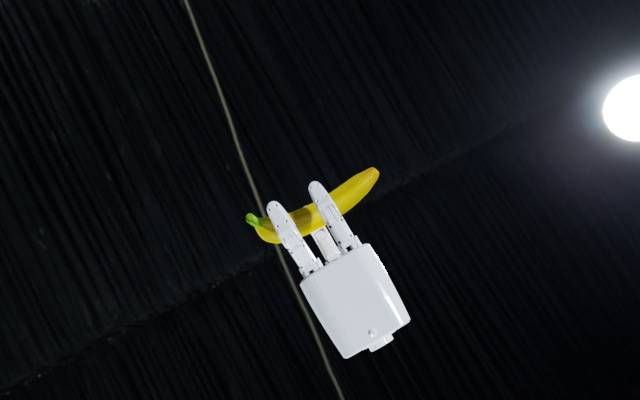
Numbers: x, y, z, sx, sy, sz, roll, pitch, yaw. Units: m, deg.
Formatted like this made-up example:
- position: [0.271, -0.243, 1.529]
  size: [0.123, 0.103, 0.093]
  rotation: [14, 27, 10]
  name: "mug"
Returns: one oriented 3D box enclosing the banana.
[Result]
- position: [-0.006, 0.013, 0.642]
  size: [0.198, 0.037, 0.070]
  rotation: [-23, -25, -23]
  name: "banana"
